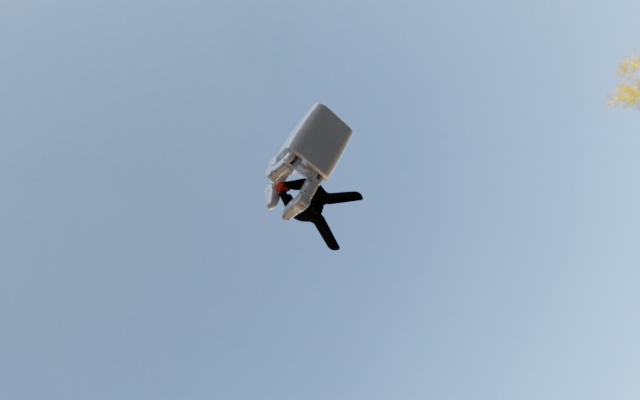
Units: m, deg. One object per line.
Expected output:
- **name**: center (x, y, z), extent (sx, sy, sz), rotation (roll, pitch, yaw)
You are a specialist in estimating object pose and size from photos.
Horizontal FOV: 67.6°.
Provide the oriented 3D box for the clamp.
- **clamp**: center (0.000, 0.003, 0.883), extent (0.171, 0.120, 0.039), rotation (38, -16, -27)
